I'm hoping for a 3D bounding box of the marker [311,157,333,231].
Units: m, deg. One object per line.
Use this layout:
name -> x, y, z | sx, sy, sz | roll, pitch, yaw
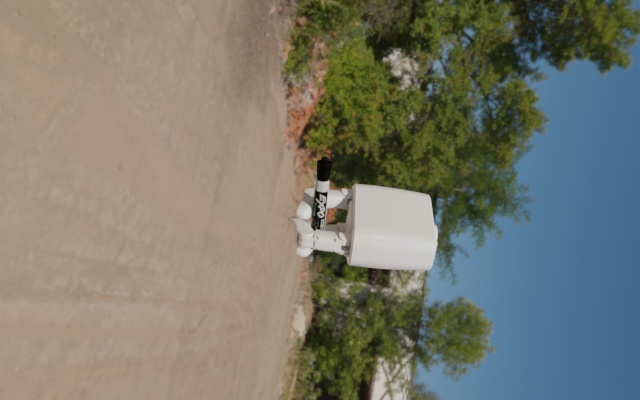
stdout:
marker -> 0.000, 0.002, 0.597 | 0.020, 0.121, 0.020 | 5, 29, -3
